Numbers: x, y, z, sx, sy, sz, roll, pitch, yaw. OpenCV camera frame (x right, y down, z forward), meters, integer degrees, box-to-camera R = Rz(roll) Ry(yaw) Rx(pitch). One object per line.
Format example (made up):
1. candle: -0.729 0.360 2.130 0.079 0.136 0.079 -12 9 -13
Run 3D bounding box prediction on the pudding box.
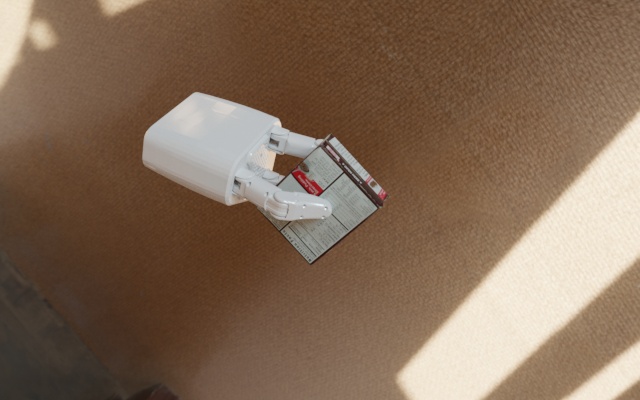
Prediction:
1. pudding box: 0.000 0.002 0.500 0.113 0.090 0.039 -42 3 31
